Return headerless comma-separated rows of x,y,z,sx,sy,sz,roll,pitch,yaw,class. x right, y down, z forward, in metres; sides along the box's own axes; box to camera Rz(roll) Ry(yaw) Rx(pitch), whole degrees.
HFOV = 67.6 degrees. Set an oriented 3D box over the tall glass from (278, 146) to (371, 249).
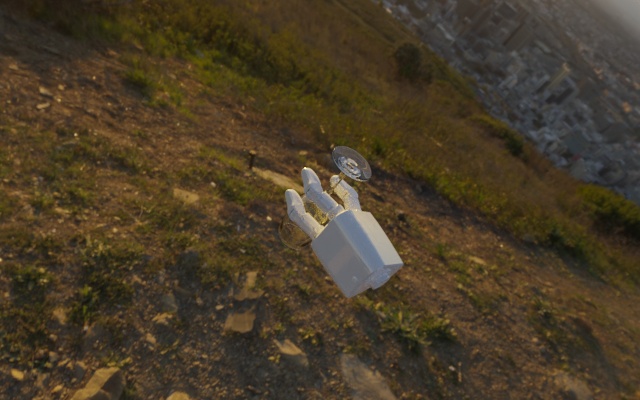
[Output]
0.000,0.002,0.819,0.079,0.079,0.201,0,-38,-41,tall glass
